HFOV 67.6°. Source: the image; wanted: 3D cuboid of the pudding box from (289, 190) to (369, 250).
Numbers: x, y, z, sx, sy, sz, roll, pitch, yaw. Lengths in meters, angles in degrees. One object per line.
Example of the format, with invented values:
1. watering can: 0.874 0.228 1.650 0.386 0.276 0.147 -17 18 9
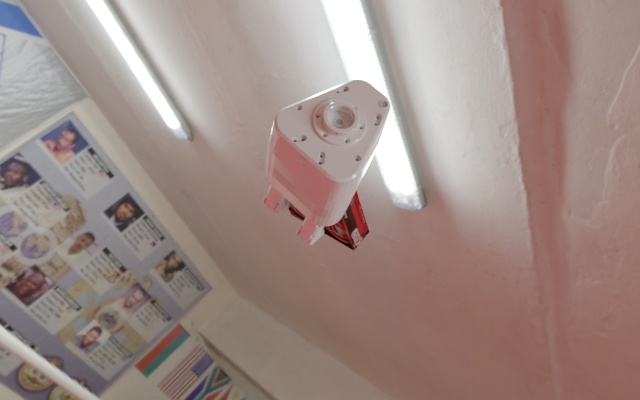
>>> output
1. pudding box: 0.000 0.002 0.581 0.113 0.039 0.090 30 -25 36
